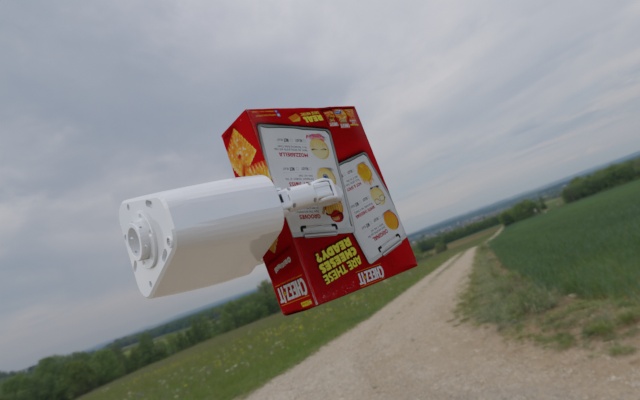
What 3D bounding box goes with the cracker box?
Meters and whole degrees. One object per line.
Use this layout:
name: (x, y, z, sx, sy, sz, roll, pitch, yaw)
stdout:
cracker box: (0.000, 0.002, 0.546, 0.164, 0.213, 0.072, -12, -13, -41)
